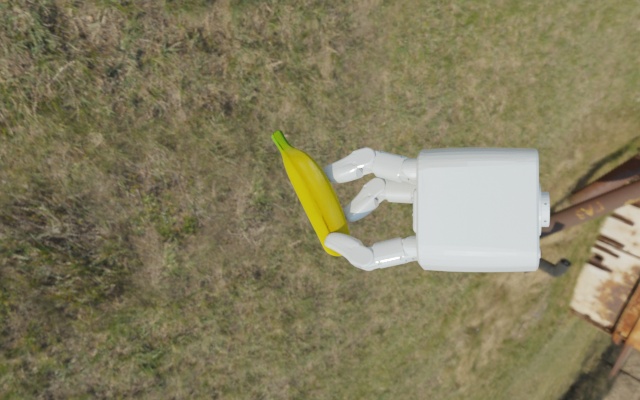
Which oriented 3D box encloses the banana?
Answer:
[{"bbox_3d":[0.004,0.011,0.524,0.037,0.198,0.069,-24,42,1],"label":"banana"}]
